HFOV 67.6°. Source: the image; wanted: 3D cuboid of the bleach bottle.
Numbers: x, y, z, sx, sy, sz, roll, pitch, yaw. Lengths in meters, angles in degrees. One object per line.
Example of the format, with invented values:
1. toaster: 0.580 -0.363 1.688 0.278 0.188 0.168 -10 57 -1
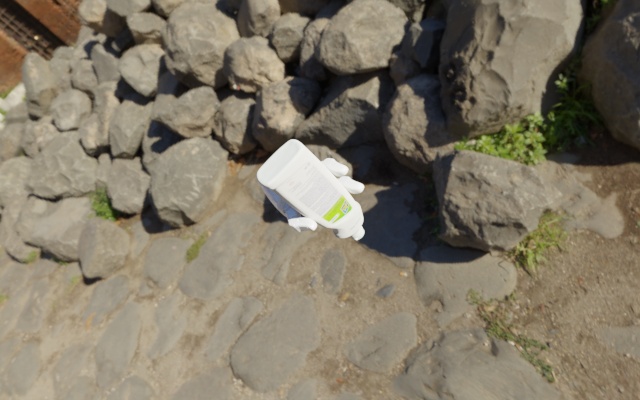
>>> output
1. bleach bottle: 0.000 0.003 0.886 0.251 0.102 0.068 45 -1 -37
